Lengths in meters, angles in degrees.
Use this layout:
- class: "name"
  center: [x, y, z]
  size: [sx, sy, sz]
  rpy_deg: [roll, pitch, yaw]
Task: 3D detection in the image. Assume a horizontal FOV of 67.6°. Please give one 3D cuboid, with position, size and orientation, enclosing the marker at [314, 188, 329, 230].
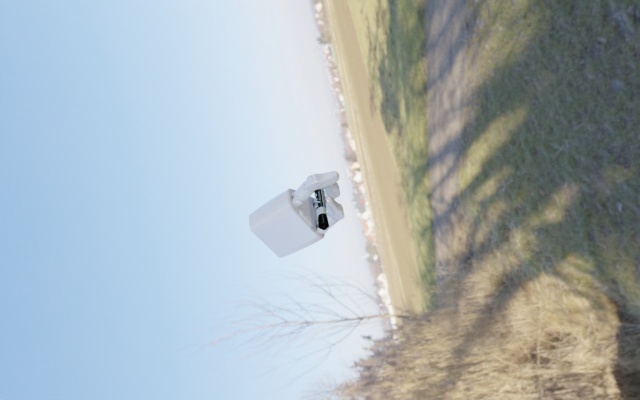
- class: "marker"
  center: [0.000, 0.003, 0.847]
  size: [0.020, 0.121, 0.020]
  rpy_deg: [-5, -41, -4]
